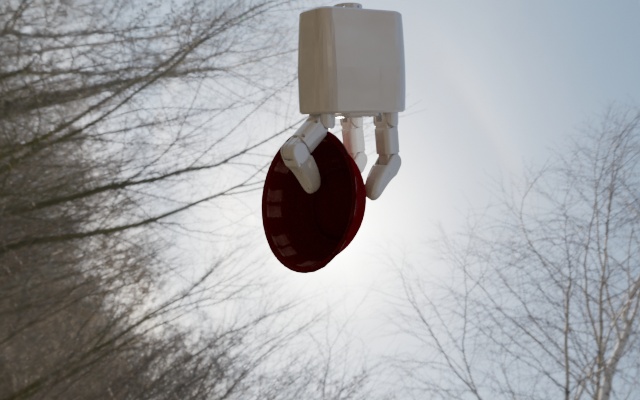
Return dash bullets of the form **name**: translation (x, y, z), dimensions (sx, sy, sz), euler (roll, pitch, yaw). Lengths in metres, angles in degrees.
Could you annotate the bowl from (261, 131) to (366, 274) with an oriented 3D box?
- **bowl**: translation (0.000, 0.003, 0.544), dimensions (0.055, 0.162, 0.162), euler (7, -5, -42)
